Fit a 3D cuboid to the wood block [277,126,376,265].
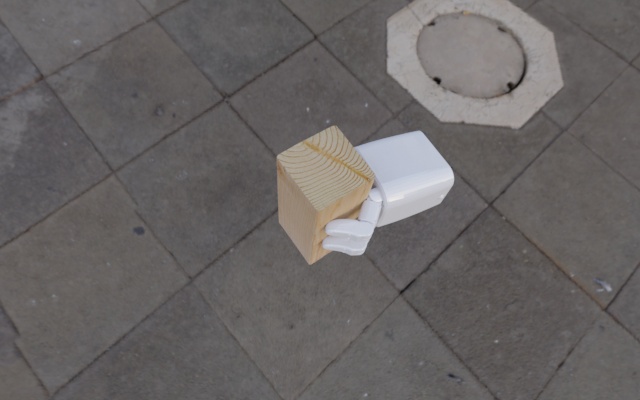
[{"bbox_3d":[0.000,0.002,0.665,0.090,0.090,0.206,-31,-19,-17],"label":"wood block"}]
